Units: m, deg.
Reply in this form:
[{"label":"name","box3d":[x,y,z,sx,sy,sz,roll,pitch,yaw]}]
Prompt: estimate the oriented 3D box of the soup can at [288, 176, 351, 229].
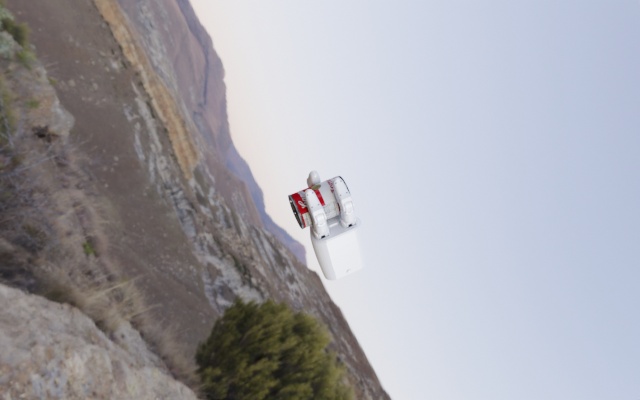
[{"label":"soup can","box3d":[0.000,0.002,0.874,0.102,0.068,0.068,-22,4,-9]}]
